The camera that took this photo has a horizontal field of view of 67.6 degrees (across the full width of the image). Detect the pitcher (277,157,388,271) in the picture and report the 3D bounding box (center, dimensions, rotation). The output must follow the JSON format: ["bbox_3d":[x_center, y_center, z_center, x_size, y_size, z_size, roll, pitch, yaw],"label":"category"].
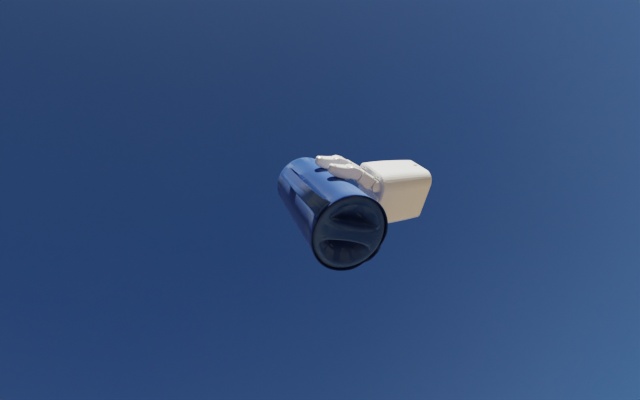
[{"bbox_3d":[0.000,0.003,0.842,0.145,0.149,0.242,-9,26,-20],"label":"pitcher"}]
